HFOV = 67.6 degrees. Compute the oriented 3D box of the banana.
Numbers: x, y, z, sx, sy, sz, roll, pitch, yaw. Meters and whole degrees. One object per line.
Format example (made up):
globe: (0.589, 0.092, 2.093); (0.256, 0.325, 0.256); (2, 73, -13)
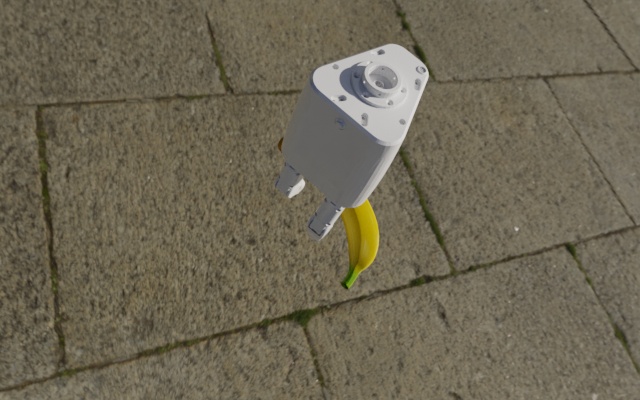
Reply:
banana: (0.018, -0.001, 0.557); (0.069, 0.197, 0.037); (-19, -19, -21)
